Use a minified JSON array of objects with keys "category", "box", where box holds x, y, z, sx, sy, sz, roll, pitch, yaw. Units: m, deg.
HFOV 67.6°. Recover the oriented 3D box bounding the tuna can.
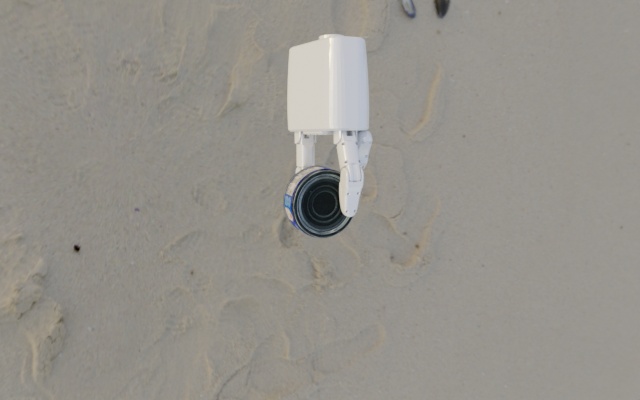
[{"category":"tuna can","box":[0.000,0.002,0.580,0.086,0.086,0.033,0,10,-23]}]
